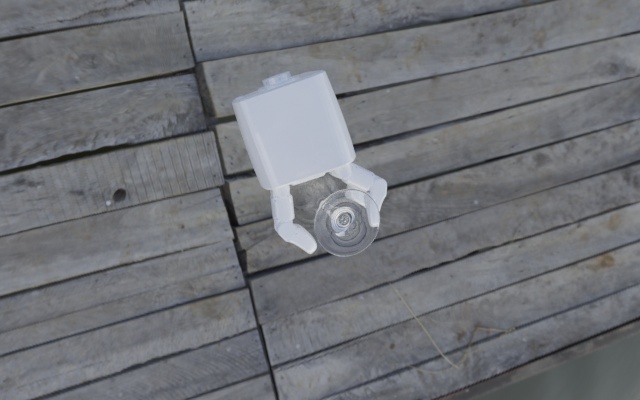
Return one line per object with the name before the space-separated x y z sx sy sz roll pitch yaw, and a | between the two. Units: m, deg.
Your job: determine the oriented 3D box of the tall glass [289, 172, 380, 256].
tall glass | 0.000 0.002 0.597 0.079 0.079 0.201 0 12 -17
